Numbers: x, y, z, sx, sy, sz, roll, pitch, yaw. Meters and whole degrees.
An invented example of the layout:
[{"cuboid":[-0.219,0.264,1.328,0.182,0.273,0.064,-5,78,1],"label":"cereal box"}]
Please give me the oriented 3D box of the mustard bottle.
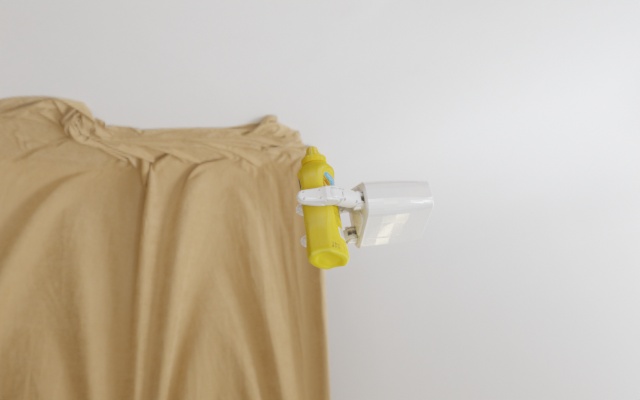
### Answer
[{"cuboid":[0.000,0.003,0.730,0.058,0.191,0.096,-14,-25,13],"label":"mustard bottle"}]
